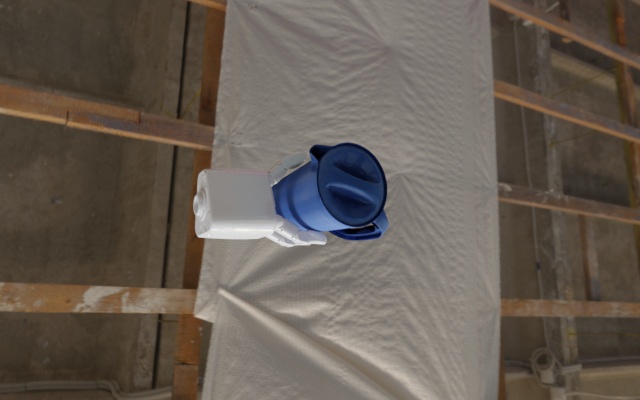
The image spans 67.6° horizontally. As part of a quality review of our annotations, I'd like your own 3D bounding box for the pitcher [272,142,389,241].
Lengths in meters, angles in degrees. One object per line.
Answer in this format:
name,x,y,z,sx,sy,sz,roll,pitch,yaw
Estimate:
pitcher,0.000,0.003,0.831,0.145,0.149,0.243,-1,-10,-31
